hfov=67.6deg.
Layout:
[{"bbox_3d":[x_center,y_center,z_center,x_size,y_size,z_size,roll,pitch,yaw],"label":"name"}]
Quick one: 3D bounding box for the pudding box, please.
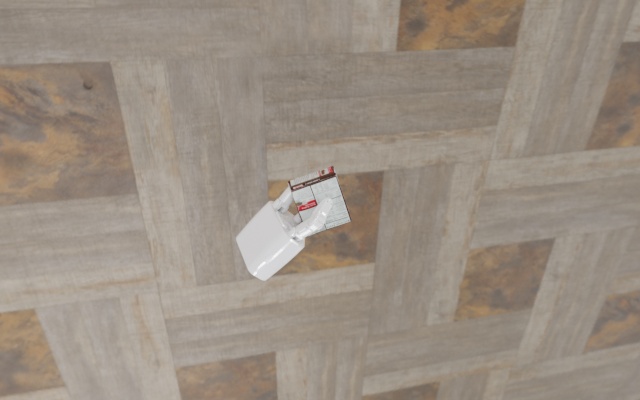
[{"bbox_3d":[0.000,0.003,0.879,0.090,0.114,0.039,-19,35,1],"label":"pudding box"}]
